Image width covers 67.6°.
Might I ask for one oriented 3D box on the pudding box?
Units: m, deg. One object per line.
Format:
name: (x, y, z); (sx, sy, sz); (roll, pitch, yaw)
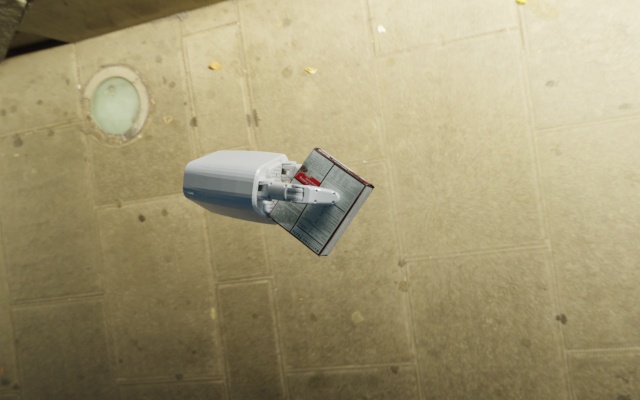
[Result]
pudding box: (0.000, 0.002, 0.613); (0.090, 0.113, 0.039); (37, 11, 17)
